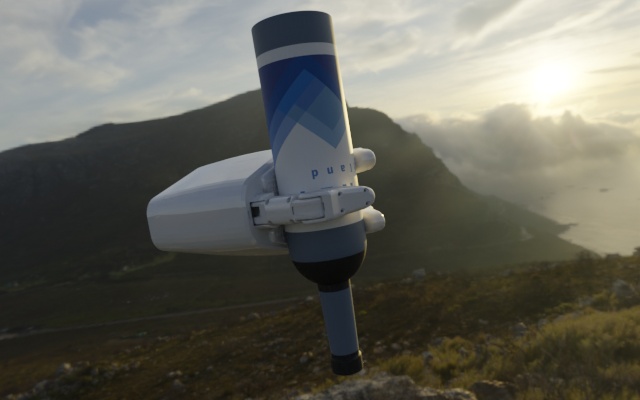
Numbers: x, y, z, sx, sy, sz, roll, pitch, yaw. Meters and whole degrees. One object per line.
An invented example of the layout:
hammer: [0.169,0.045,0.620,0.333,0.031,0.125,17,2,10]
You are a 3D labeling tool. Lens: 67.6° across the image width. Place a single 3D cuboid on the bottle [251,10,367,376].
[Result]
bottle: [0.000,0.001,0.401,0.069,0.296,0.069,-9,5,1]
